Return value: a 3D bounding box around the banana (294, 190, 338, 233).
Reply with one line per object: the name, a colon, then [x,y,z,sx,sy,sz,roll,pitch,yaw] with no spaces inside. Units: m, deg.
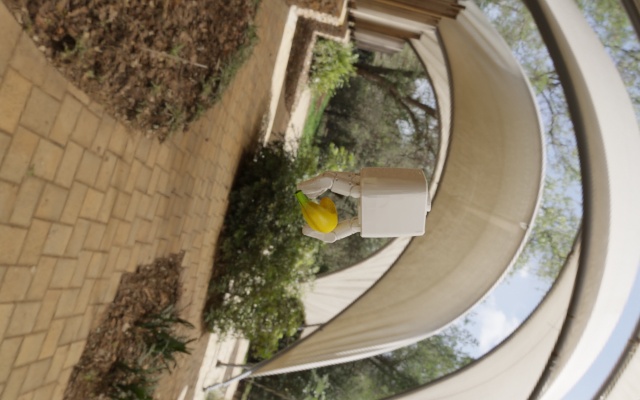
banana: [0.004,0.020,0.787,0.037,0.069,0.198,-16,-7,10]
